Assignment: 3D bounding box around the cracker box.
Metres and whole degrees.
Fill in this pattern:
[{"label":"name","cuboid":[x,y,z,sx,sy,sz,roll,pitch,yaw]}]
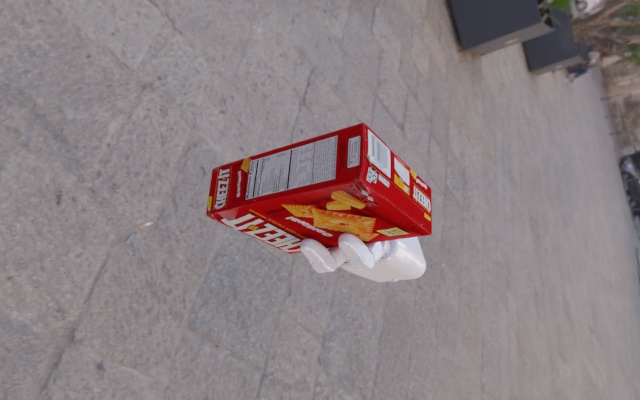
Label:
[{"label":"cracker box","cuboid":[0.000,0.002,0.562,0.214,0.072,0.164,-12,-29,33]}]
